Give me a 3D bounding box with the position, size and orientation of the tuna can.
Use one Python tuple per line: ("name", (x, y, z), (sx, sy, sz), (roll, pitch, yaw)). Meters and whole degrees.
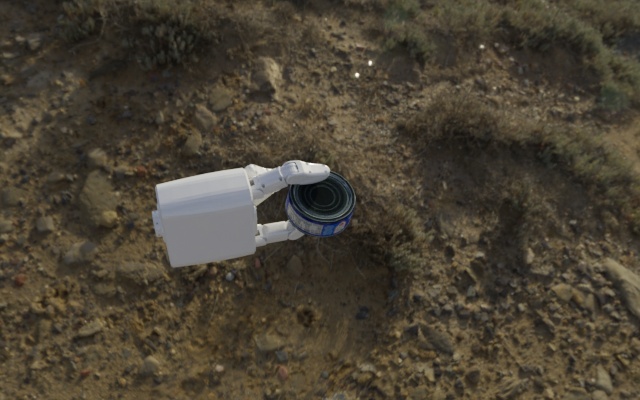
("tuna can", (0.000, 0.002, 0.596), (0.086, 0.086, 0.034), (0, -36, -13))
